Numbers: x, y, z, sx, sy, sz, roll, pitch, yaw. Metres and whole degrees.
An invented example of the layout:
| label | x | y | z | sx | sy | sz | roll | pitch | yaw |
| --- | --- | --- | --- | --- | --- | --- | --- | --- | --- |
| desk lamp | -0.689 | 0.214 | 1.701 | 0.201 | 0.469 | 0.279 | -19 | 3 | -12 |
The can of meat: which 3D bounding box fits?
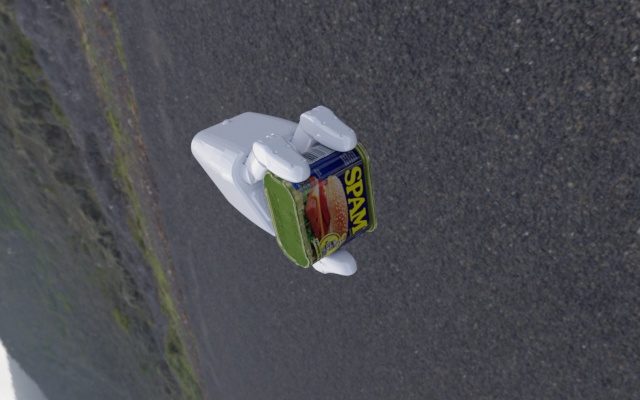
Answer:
| label | x | y | z | sx | sy | sz | roll | pitch | yaw |
| --- | --- | --- | --- | --- | --- | --- | --- | --- | --- |
| can of meat | 0.000 | 0.002 | 0.442 | 0.084 | 0.102 | 0.057 | -30 | 38 | -27 |
